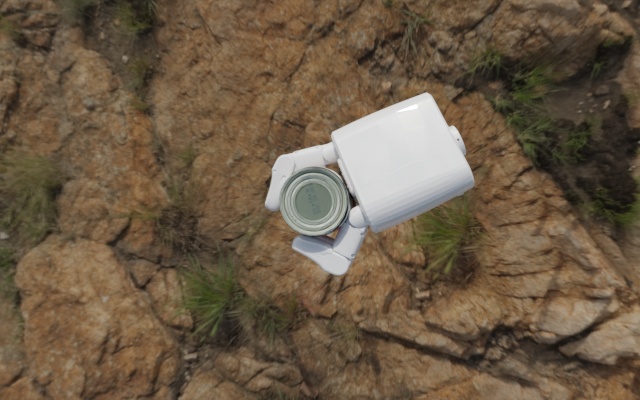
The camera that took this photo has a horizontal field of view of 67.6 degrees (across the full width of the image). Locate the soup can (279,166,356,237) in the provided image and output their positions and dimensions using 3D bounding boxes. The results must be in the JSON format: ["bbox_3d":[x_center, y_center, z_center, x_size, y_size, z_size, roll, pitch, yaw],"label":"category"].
[{"bbox_3d":[0.000,0.002,0.492,0.068,0.068,0.102,0,0,8],"label":"soup can"}]
